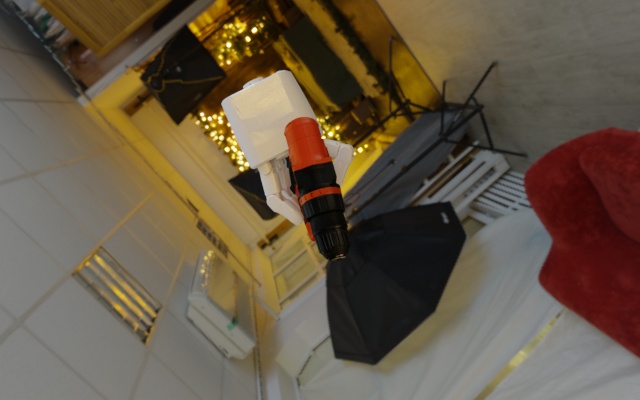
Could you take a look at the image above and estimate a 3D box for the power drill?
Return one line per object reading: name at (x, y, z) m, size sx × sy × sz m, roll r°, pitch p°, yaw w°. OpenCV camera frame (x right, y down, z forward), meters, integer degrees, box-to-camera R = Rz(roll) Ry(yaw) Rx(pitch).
power drill at (0.000, 0.002, 0.646) m, size 0.057 × 0.184 × 0.188 m, roll -13°, pitch -15°, yaw -3°
